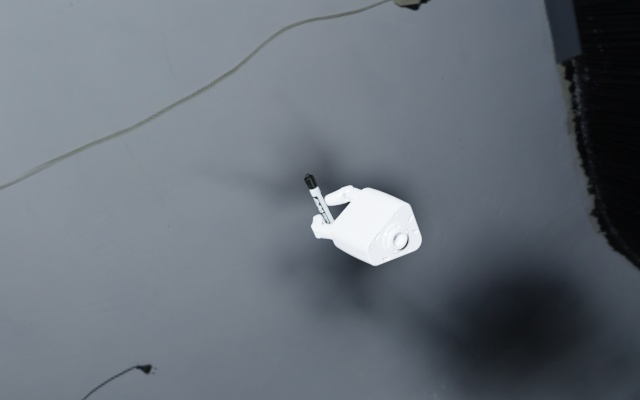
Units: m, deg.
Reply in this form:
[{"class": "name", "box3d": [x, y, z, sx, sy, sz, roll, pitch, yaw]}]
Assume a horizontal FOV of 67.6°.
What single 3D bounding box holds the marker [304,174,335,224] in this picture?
[{"class": "marker", "box3d": [0.000, 0.003, 0.886, 0.020, 0.121, 0.020, -21, 26, 10]}]
